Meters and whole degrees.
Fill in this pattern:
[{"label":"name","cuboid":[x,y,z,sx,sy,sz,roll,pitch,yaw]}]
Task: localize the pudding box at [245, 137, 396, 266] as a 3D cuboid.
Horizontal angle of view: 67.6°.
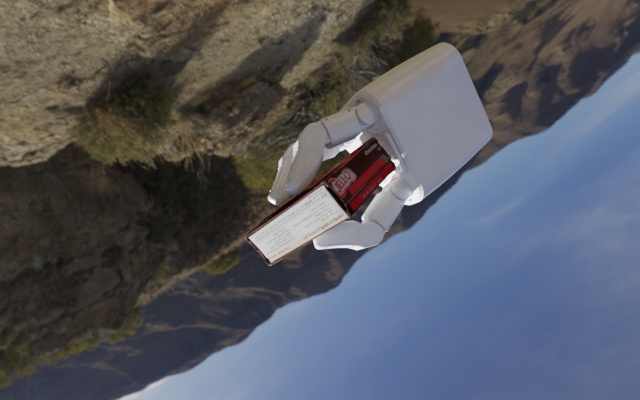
[{"label":"pudding box","cuboid":[0.000,0.001,0.407,0.113,0.039,0.090,-37,3,42]}]
